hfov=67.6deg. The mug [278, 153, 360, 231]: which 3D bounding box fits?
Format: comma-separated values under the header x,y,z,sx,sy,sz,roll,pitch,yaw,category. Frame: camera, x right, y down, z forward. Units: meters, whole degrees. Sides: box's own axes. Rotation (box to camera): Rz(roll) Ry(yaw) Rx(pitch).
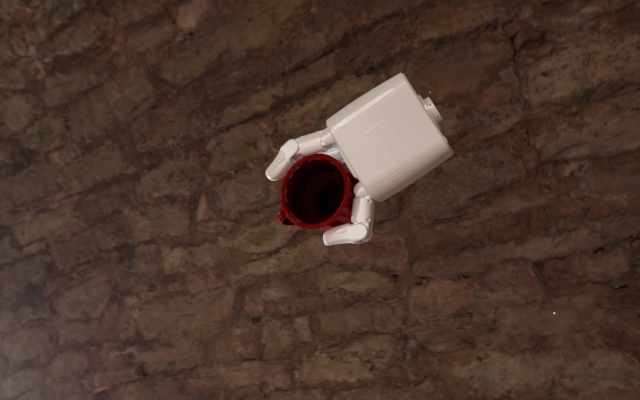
x,y,z,sx,sy,sz,roll,pitch,yaw,category
-0.001,0.003,0.609,0.117,0.093,0.081,-32,-24,18,mug
